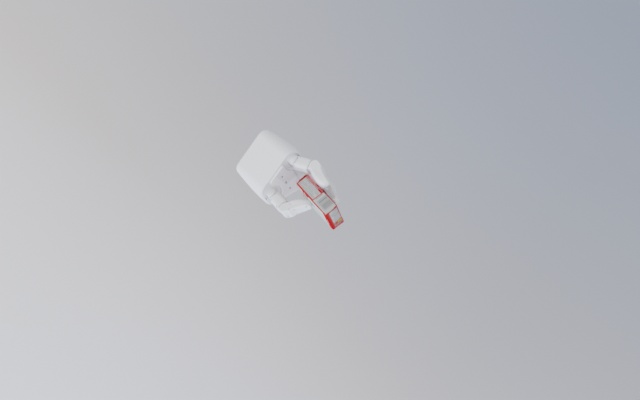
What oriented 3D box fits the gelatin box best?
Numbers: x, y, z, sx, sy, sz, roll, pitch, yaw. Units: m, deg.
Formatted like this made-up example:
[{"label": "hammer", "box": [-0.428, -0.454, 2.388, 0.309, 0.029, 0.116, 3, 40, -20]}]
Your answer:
[{"label": "gelatin box", "box": [0.000, 0.003, 0.865, 0.030, 0.089, 0.073, -39, -27, -7]}]
